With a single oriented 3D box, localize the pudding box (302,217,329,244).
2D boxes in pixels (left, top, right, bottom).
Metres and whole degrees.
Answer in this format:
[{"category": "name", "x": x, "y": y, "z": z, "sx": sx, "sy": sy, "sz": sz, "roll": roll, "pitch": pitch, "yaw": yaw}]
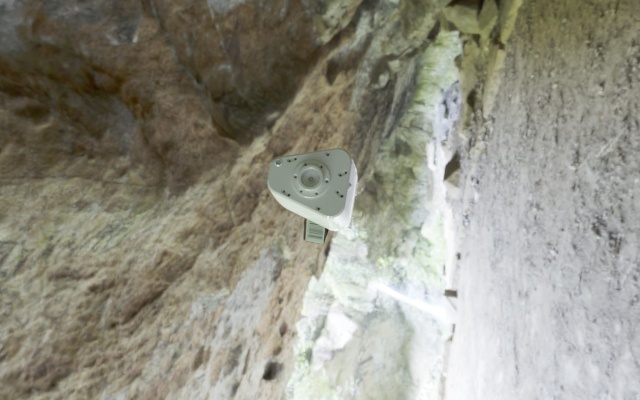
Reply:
[{"category": "pudding box", "x": 0.000, "y": 0.003, "z": 0.787, "sx": 0.039, "sy": 0.113, "sz": 0.090, "roll": 9, "pitch": 19, "yaw": 7}]
